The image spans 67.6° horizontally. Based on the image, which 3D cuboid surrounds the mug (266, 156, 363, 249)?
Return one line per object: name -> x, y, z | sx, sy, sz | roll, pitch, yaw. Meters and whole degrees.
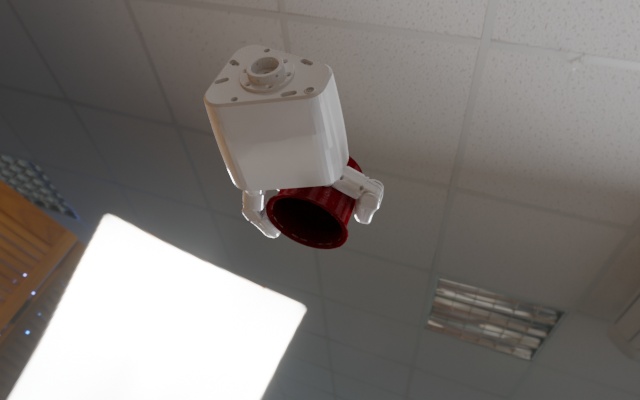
mug -> 0.000, 0.003, 0.536 | 0.093, 0.081, 0.117 | 12, -36, 19
